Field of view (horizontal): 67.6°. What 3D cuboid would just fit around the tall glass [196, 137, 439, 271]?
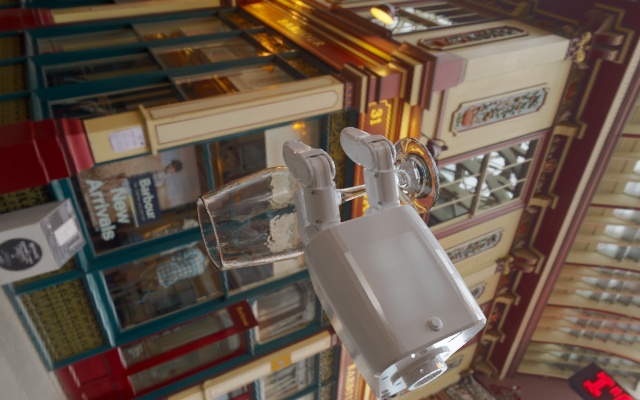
[{"bbox_3d":[0.001,0.001,0.413,0.201,0.079,0.079,-15,6,-23],"label":"tall glass"}]
